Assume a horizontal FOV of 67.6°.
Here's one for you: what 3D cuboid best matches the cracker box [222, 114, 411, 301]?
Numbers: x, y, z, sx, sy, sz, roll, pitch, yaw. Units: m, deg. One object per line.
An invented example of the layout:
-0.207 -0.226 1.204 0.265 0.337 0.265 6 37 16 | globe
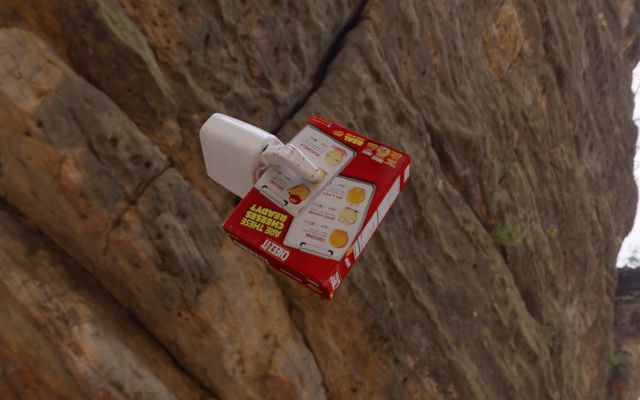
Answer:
0.000 0.002 0.651 0.164 0.213 0.072 27 -22 23 | cracker box
